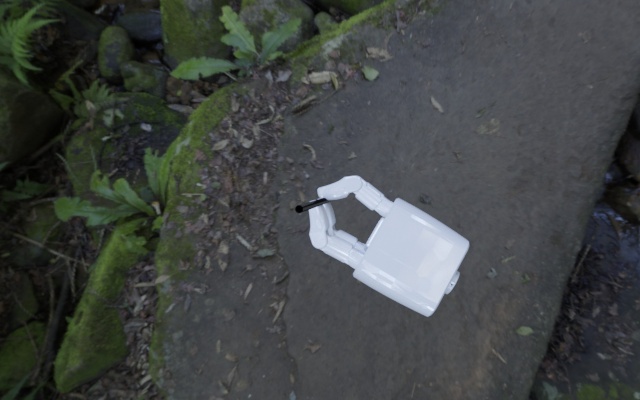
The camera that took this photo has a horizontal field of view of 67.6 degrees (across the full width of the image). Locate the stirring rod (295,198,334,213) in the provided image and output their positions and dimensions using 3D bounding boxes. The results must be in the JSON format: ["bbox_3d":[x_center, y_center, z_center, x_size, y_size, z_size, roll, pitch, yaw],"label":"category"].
[{"bbox_3d":[0.000,0.002,0.587,0.011,0.011,0.239,0,3,10],"label":"stirring rod"}]
